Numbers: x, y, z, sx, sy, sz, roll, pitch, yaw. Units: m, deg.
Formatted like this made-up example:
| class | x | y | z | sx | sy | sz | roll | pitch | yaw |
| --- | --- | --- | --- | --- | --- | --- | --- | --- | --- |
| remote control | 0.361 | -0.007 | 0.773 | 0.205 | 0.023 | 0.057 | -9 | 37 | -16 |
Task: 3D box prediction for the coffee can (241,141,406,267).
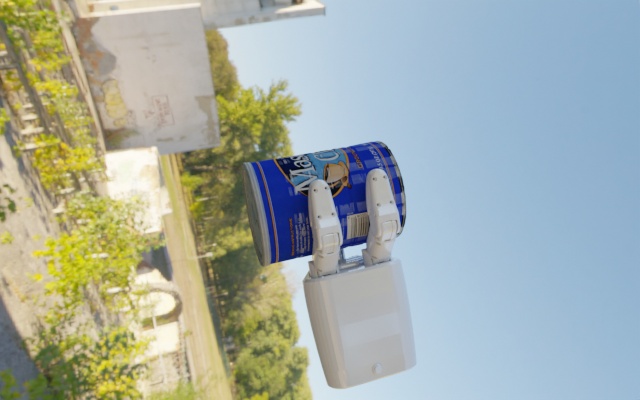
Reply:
| class | x | y | z | sx | sy | sz | roll | pitch | yaw |
| --- | --- | --- | --- | --- | --- | --- | --- | --- | --- |
| coffee can | 0.000 | 0.001 | 0.479 | 0.140 | 0.103 | 0.103 | -11 | 2 | -13 |
